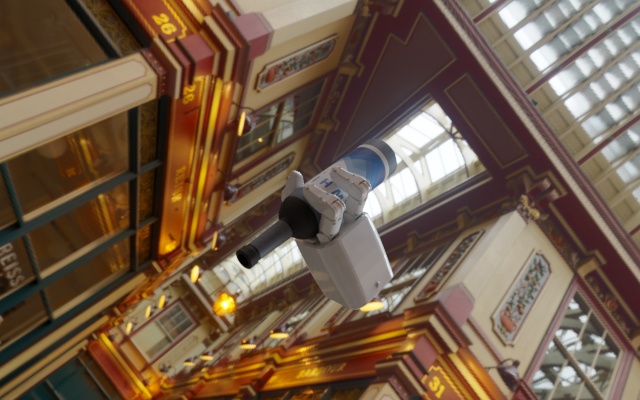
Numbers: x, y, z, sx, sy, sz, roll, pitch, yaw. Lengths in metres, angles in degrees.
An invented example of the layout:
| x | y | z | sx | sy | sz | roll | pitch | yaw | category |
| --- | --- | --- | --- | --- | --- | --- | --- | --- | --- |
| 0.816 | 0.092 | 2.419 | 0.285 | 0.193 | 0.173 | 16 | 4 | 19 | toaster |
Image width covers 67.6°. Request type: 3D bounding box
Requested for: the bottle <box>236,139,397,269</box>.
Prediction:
| x | y | z | sx | sy | sz | roll | pitch | yaw | category |
| --- | --- | --- | --- | --- | --- | --- | --- | --- | --- |
| 0.000 | 0.002 | 0.665 | 0.069 | 0.069 | 0.295 | 0 | 28 | 46 | bottle |
